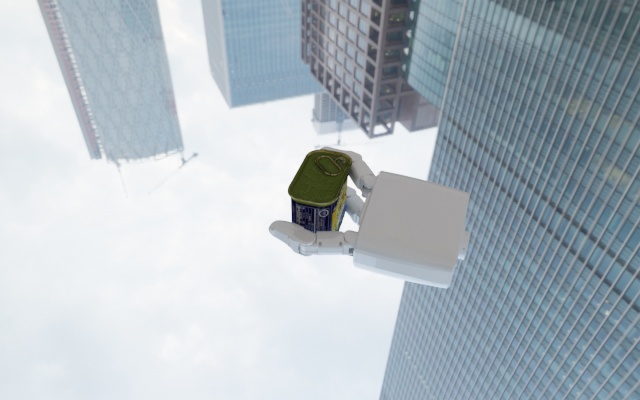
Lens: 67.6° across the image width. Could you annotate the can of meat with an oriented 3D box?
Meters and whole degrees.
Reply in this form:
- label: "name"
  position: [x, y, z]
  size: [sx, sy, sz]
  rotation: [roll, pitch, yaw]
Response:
- label: "can of meat"
  position: [0.000, 0.002, 0.570]
  size: [0.057, 0.084, 0.102]
  rotation: [11, 41, 11]
